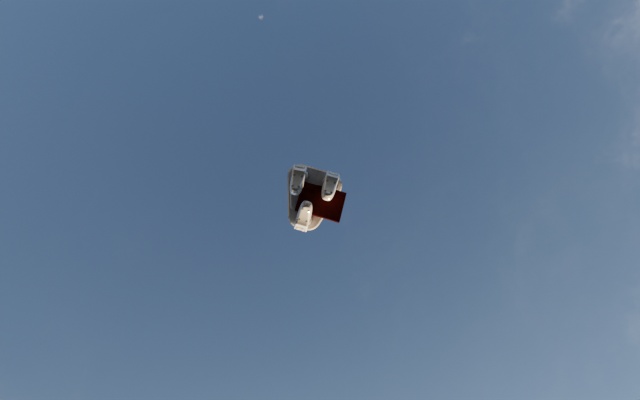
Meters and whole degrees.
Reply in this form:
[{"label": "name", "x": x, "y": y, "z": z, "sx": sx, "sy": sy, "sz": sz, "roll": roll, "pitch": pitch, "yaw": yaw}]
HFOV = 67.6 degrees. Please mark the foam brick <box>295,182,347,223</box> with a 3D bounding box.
[{"label": "foam brick", "x": 0.000, "y": 0.003, "z": 0.808, "sx": 0.078, "sy": 0.053, "sz": 0.051, "roll": 16, "pitch": -2, "yaw": 0}]
